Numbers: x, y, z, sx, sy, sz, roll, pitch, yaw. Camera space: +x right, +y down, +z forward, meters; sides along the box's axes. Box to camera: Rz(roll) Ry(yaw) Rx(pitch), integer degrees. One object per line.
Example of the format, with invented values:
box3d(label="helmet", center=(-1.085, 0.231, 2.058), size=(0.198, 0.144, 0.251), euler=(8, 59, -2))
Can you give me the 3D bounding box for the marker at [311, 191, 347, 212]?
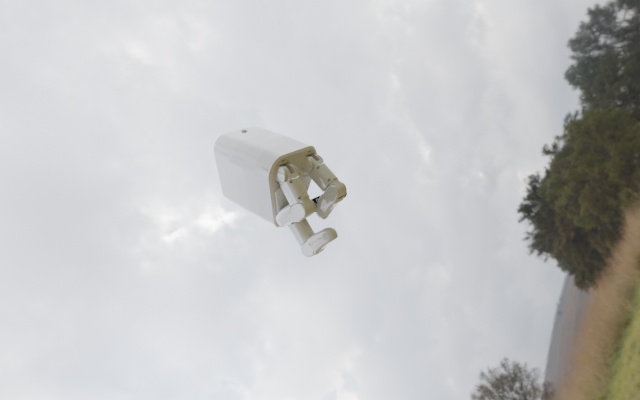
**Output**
box3d(label="marker", center=(0.000, 0.002, 0.664), size=(0.020, 0.020, 0.121), euler=(0, 16, 37))
